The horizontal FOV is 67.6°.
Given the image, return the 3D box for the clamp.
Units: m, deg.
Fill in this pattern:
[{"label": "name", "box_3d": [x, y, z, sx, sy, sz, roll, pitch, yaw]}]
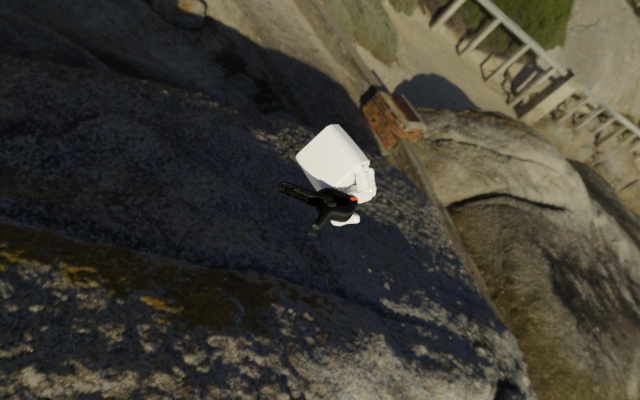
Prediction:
[{"label": "clamp", "box_3d": [0.001, 0.003, 0.877, 0.171, 0.120, 0.039, -12, -31, -54]}]
